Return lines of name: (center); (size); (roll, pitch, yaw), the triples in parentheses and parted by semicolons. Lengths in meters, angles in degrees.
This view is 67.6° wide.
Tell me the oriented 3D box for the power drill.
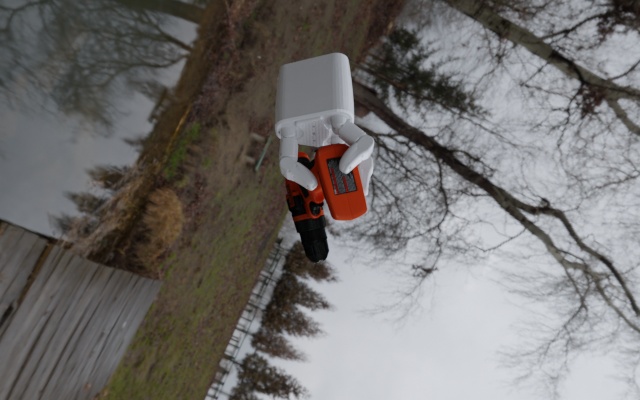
power drill: (0.000, 0.002, 0.715); (0.057, 0.184, 0.188); (-15, -3, -24)
